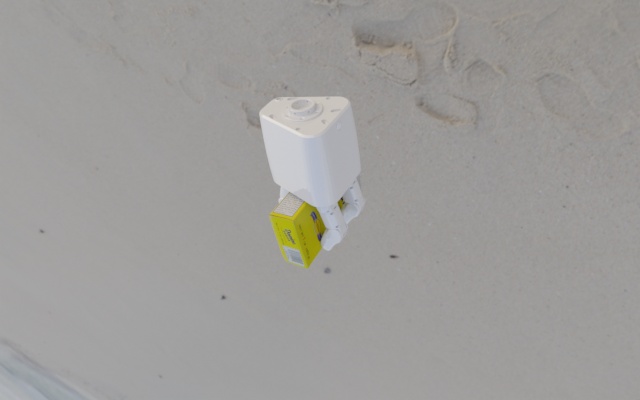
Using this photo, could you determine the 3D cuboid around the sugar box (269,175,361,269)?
[{"bbox_3d":[0.000,0.002,0.684,0.048,0.093,0.176,14,47,30],"label":"sugar box"}]
